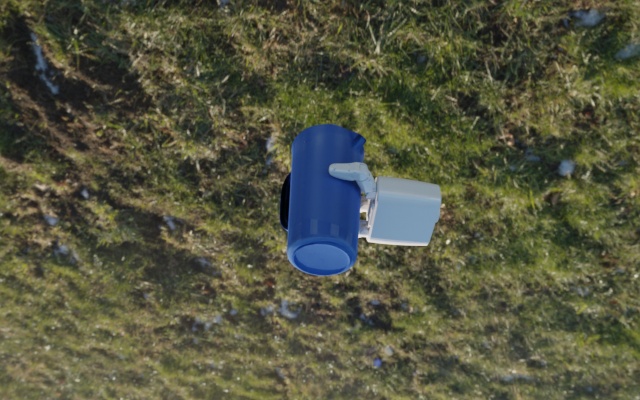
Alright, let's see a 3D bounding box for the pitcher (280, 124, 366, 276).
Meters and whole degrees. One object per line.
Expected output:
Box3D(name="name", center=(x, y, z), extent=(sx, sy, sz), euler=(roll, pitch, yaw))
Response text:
Box3D(name="pitcher", center=(0.000, 0.003, 0.805), extent=(0.145, 0.242, 0.149), euler=(6, -40, -2))
